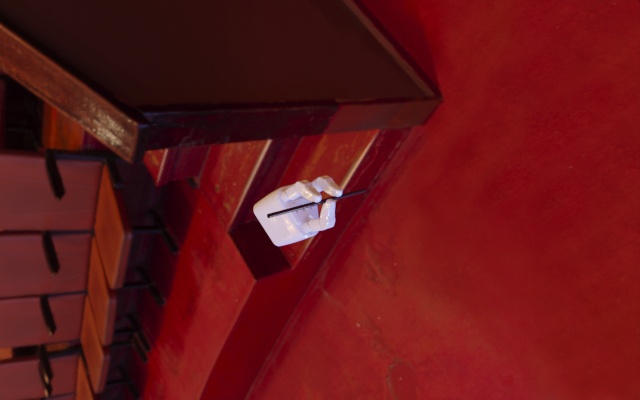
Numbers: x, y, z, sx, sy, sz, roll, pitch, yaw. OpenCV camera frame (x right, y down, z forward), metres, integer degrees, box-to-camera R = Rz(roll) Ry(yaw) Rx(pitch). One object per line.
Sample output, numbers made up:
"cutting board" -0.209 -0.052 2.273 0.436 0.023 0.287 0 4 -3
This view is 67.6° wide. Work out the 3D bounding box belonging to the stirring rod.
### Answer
"stirring rod" 0.000 0.003 0.882 0.239 0.011 0.011 -15 10 -41
